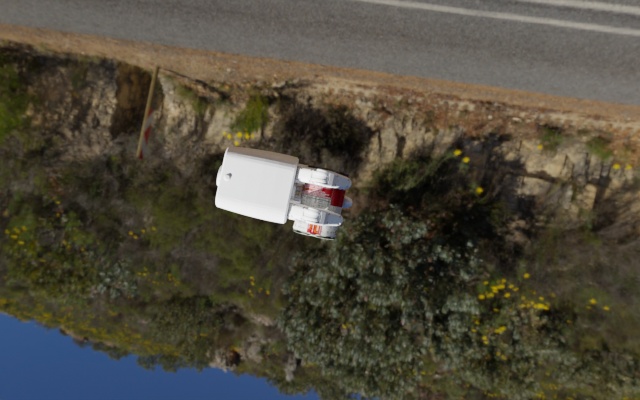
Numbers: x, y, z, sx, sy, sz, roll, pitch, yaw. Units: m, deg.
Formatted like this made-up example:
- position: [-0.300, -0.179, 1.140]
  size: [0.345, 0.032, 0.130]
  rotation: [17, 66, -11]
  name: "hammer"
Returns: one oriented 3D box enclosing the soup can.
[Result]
- position: [0.001, 0.003, 0.722]
  size: [0.068, 0.102, 0.068]
  rotation: [12, 1, 0]
  name: "soup can"
